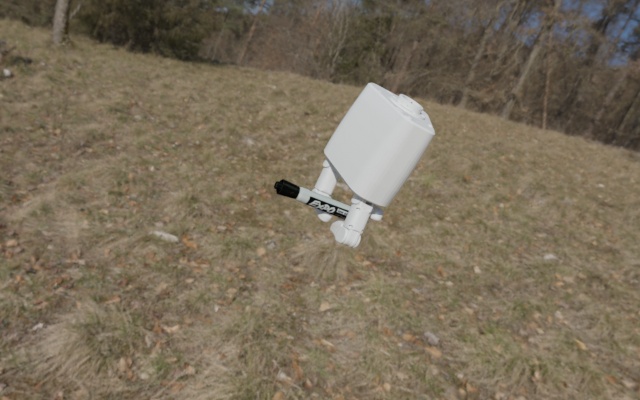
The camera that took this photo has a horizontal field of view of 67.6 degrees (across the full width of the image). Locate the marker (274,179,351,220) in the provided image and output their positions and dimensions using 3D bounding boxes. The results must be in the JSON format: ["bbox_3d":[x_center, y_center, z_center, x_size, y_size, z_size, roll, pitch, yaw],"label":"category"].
[{"bbox_3d":[0.000,0.002,0.571,0.121,0.020,0.020,22,-9,-24],"label":"marker"}]
